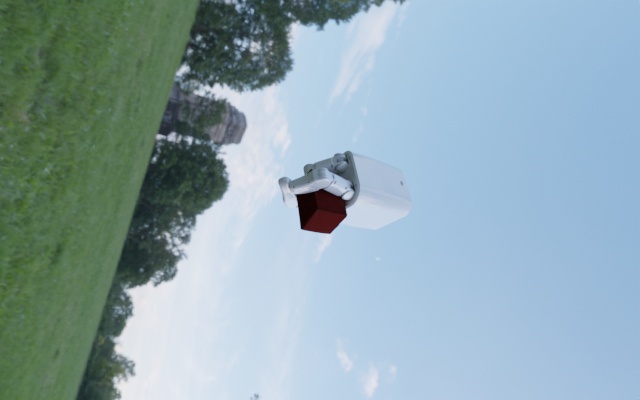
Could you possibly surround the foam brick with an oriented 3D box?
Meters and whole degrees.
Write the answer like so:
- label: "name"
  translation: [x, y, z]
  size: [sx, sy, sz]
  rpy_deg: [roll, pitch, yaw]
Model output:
- label: "foam brick"
  translation: [0.000, 0.003, 0.704]
  size: [0.051, 0.078, 0.053]
  rpy_deg: [14, -43, -28]
